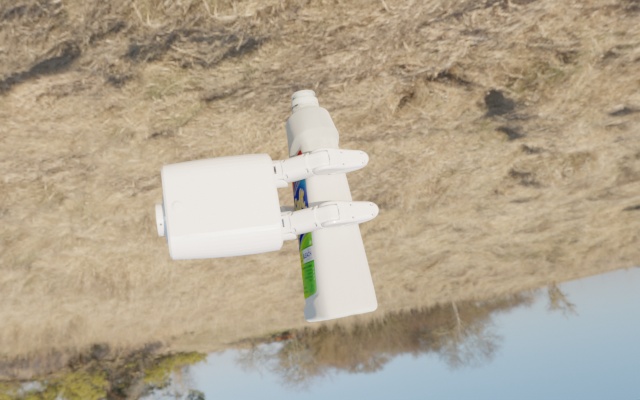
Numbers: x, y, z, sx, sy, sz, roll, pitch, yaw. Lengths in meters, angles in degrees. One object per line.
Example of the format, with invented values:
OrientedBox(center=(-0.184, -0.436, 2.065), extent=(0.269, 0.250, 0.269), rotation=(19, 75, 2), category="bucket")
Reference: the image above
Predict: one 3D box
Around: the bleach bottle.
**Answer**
OrientedBox(center=(0.000, 0.002, 0.529), extent=(0.068, 0.250, 0.102), rotation=(-7, -14, -16), category="bleach bottle")
